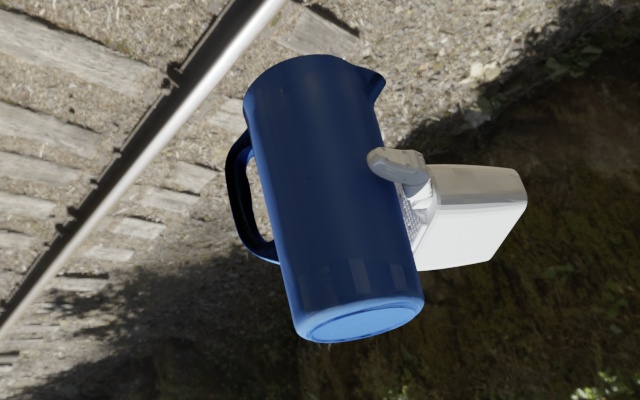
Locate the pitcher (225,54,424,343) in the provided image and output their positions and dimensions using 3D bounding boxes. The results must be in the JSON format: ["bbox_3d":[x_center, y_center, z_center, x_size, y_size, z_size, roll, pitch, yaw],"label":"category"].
[{"bbox_3d":[0.000,0.001,0.443,0.145,0.242,0.149,-1,-30,-21],"label":"pitcher"}]
